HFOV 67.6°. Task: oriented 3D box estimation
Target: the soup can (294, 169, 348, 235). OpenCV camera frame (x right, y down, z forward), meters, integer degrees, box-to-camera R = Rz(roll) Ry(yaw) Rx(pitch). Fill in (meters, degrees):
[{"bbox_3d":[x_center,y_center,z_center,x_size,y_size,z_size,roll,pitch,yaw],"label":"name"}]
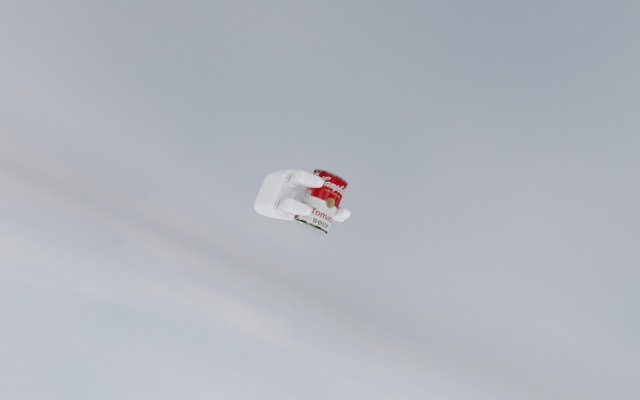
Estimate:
[{"bbox_3d":[0.000,0.003,0.871,0.068,0.102,0.068,22,-10,4],"label":"soup can"}]
